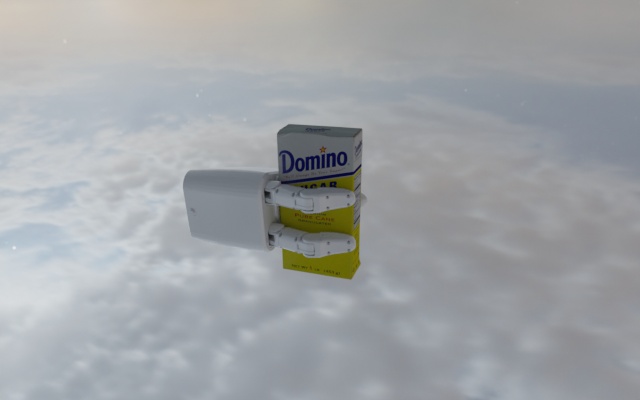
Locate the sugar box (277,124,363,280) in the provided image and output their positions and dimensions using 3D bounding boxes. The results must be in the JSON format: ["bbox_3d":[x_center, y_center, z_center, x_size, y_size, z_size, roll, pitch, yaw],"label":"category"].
[{"bbox_3d":[0.000,0.002,0.564,0.093,0.176,0.048,6,25,18],"label":"sugar box"}]
